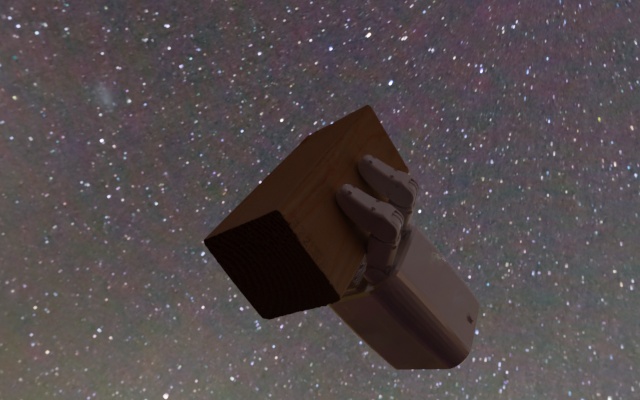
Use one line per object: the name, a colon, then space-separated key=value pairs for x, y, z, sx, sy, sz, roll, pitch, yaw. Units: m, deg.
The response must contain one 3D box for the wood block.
wood block: x=0.000 y=0.002 z=0.449 sx=0.091 sy=0.090 sz=0.206 roll=-23 pitch=18 yaw=36
